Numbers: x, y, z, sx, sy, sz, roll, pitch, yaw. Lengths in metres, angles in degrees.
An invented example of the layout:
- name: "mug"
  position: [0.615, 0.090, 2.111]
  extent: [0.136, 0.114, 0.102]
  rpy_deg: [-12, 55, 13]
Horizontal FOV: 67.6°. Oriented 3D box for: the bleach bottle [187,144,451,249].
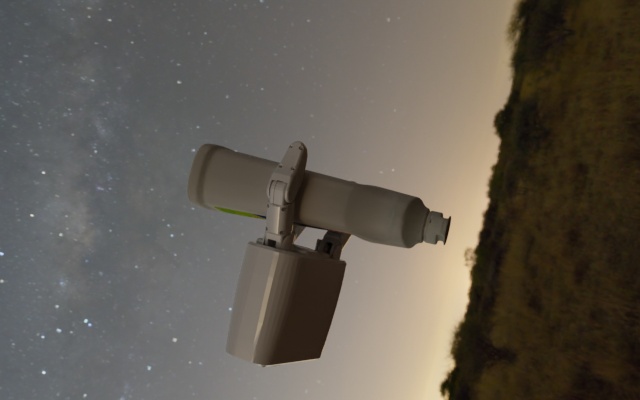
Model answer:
- name: "bleach bottle"
  position: [0.000, 0.002, 0.476]
  extent: [0.251, 0.068, 0.102]
  rpy_deg: [12, -3, 20]
